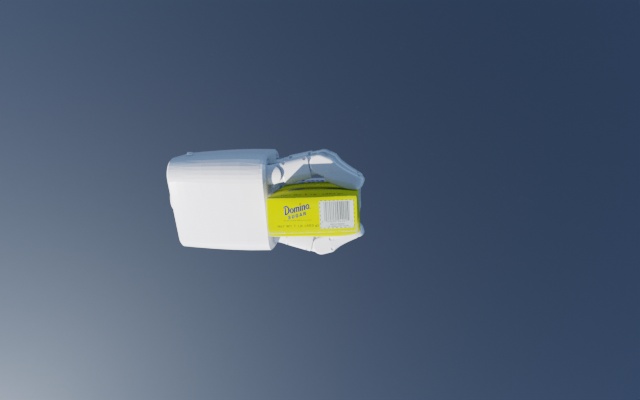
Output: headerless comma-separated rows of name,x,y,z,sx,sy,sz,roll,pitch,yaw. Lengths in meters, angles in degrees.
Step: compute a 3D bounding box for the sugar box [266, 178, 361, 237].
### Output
sugar box,0.000,0.001,0.552,0.093,0.048,0.176,-1,11,5
